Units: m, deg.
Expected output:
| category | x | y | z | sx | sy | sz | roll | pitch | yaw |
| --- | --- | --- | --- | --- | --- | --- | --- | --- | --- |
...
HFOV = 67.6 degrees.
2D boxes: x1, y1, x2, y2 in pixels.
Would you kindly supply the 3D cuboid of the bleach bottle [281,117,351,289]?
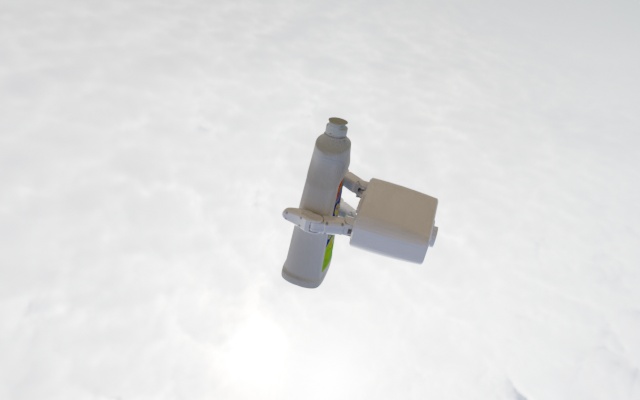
| category | x | y | z | sx | sy | sz | roll | pitch | yaw |
| --- | --- | --- | --- | --- | --- | --- | --- | --- | --- |
| bleach bottle | 0.000 | 0.002 | 0.705 | 0.068 | 0.251 | 0.102 | 17 | 30 | 10 |
